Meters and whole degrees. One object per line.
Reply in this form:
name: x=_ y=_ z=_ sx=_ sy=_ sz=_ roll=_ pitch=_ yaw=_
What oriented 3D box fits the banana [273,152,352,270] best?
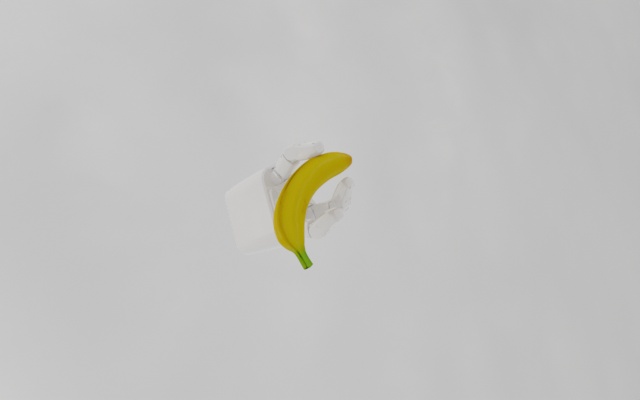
banana: x=-0.014 y=-0.007 z=0.596 sx=0.070 sy=0.197 sz=0.037 roll=43 pitch=-43 yaw=-22
